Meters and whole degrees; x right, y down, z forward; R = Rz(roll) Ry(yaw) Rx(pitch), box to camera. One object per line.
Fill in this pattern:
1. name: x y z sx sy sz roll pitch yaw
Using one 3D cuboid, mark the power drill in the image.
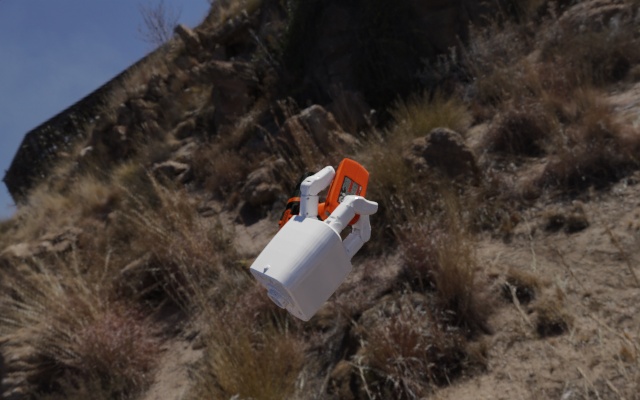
1. power drill: 0.000 0.003 0.793 0.057 0.184 0.188 29 -34 -21
